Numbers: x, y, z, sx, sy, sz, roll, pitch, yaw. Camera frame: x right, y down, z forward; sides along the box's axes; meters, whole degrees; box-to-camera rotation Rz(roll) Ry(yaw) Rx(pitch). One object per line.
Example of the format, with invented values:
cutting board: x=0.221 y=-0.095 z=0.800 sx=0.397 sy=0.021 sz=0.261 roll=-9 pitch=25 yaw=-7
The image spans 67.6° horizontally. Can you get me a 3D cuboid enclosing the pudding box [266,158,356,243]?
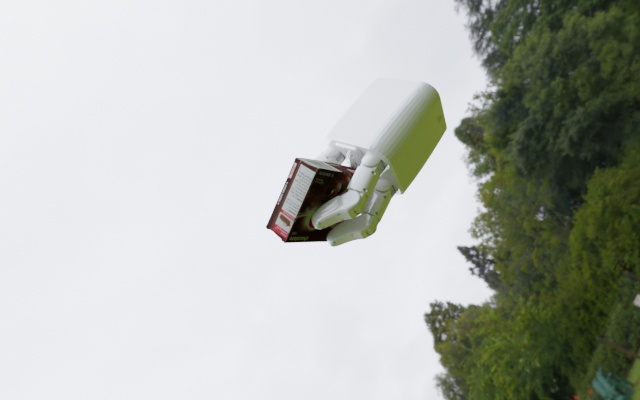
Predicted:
pudding box: x=0.000 y=0.002 z=0.548 sx=0.039 sy=0.090 sz=0.113 roll=33 pitch=16 yaw=34
